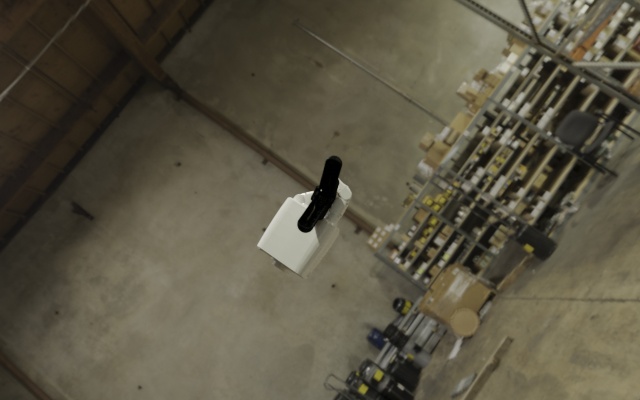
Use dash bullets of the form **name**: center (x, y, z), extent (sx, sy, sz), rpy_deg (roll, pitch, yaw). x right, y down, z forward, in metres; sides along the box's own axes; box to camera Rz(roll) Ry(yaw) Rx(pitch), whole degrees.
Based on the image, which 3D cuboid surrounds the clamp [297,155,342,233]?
- **clamp**: center (0.000, 0.002, 0.758), extent (0.039, 0.120, 0.171), rpy_deg (31, -8, 9)
